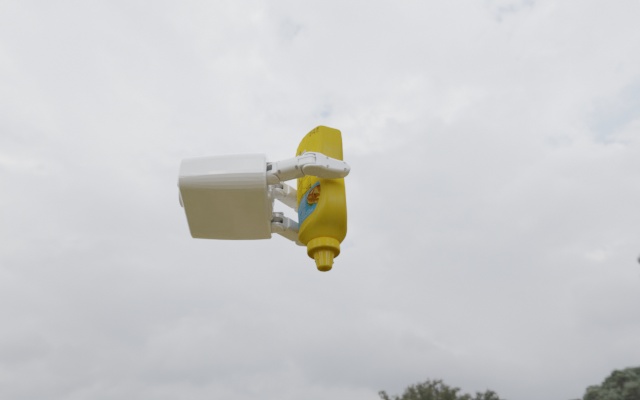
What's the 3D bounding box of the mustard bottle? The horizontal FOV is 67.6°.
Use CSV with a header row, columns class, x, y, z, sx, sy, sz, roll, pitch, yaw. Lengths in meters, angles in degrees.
class,x,y,z,sx,sy,sz,roll,pitch,yaw
mustard bottle,0.000,0.002,0.619,0.058,0.191,0.096,12,-37,-21
